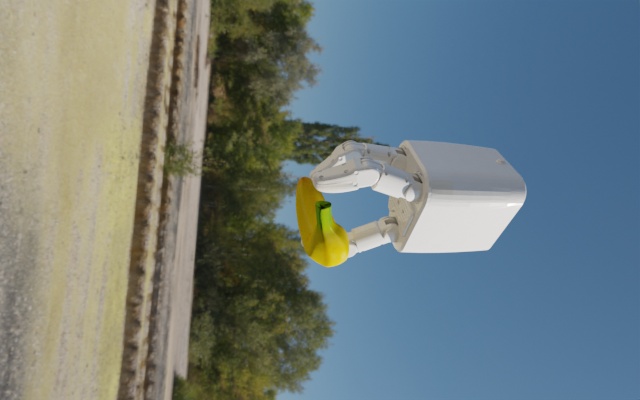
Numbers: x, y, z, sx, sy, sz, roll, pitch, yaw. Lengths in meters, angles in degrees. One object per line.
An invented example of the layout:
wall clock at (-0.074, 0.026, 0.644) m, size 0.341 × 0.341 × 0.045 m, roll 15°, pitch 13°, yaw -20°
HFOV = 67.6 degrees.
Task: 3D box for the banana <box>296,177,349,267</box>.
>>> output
banana at (0.000, 0.020, 0.456) m, size 0.037 × 0.069 × 0.197 m, roll -1°, pitch 8°, yaw -8°
